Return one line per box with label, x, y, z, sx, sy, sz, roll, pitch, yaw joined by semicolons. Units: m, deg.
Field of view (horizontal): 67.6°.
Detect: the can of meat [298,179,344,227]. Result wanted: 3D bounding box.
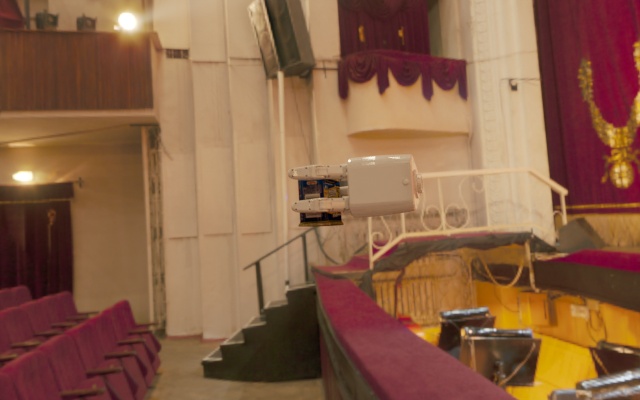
can of meat;0.000;0.002;0.831;0.057;0.084;0.102;-5;-4;21
